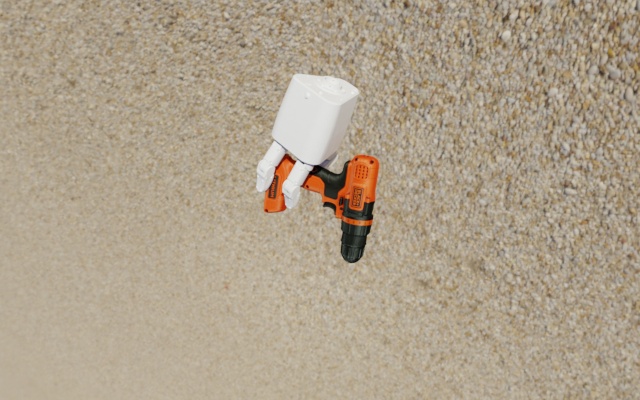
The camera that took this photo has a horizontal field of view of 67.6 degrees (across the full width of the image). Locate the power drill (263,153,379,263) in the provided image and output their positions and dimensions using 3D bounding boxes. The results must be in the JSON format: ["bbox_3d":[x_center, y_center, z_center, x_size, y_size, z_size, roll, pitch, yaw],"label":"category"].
[{"bbox_3d":[0.000,0.002,0.809,0.187,0.184,0.057,12,13,15],"label":"power drill"}]
